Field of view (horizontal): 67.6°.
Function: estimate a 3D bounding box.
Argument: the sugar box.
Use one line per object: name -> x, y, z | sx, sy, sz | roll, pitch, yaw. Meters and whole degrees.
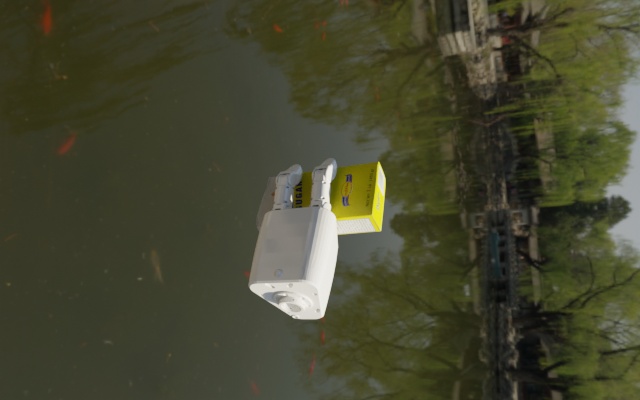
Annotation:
sugar box -> 0.000, 0.002, 0.672 | 0.176, 0.093, 0.048 | -6, -39, 22
